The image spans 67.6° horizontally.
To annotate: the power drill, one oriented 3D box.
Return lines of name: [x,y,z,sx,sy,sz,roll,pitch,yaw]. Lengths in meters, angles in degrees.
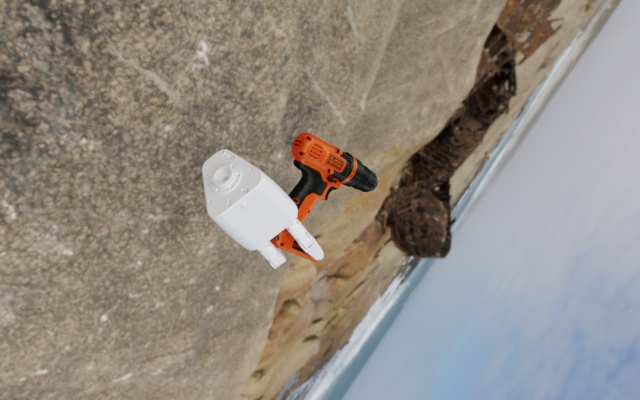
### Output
power drill: [0.000,0.003,0.787,0.184,0.187,0.057,25,-2,-37]
